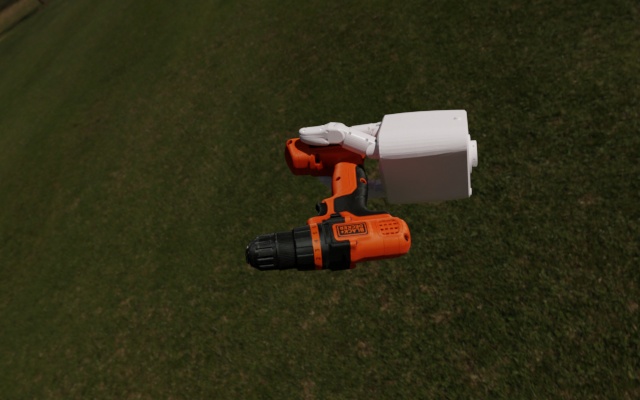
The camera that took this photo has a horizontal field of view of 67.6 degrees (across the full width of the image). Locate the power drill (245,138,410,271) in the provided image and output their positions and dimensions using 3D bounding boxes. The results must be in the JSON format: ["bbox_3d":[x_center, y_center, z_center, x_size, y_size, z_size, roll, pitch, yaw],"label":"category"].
[{"bbox_3d":[0.000,0.001,0.581,0.184,0.187,0.057,-5,-41,-5],"label":"power drill"}]
